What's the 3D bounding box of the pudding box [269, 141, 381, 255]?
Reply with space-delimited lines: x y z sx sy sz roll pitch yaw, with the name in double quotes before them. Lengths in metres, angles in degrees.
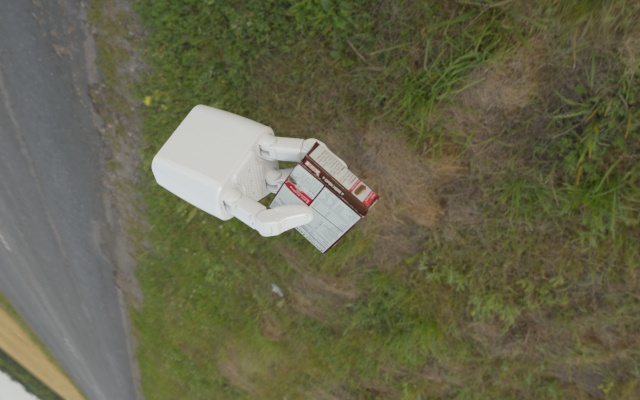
"pudding box" 0.000 0.002 0.526 0.039 0.090 0.113 -50 0 -33
